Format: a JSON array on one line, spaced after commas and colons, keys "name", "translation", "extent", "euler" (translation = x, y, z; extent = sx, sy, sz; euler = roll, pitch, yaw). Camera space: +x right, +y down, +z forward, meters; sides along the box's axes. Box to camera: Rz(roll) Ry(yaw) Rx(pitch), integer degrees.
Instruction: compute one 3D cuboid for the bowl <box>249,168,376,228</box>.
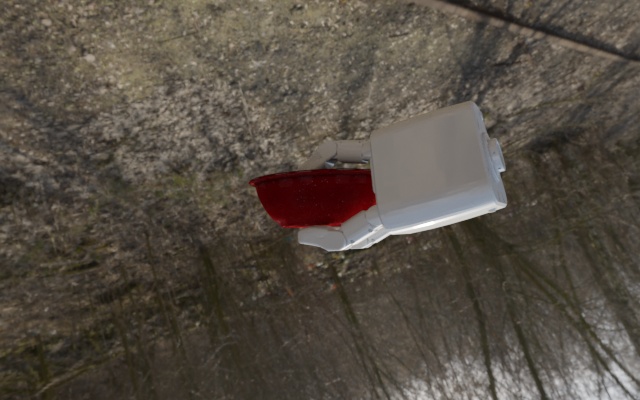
[{"name": "bowl", "translation": [-0.001, 0.002, 0.548], "extent": [0.162, 0.055, 0.162], "euler": [-3, -4, 0]}]
